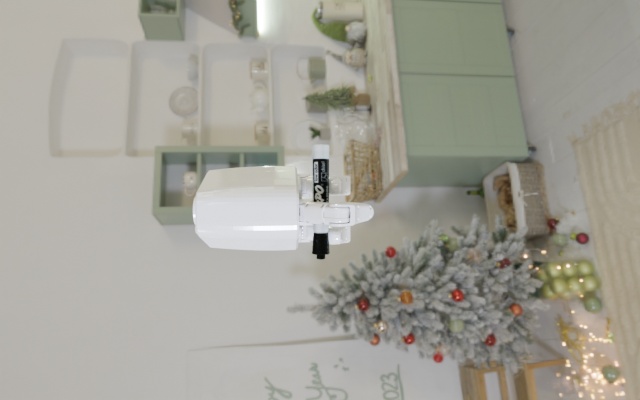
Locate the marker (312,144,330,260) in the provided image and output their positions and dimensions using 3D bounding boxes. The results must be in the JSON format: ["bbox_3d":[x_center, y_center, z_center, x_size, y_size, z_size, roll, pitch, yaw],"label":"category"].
[{"bbox_3d":[0.000,0.002,0.505,0.020,0.121,0.020,0,2,0],"label":"marker"}]
